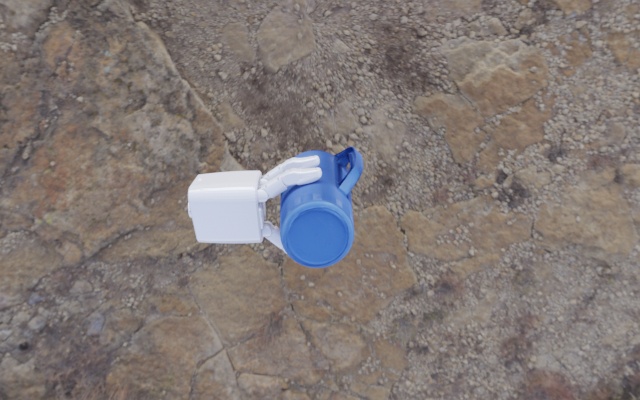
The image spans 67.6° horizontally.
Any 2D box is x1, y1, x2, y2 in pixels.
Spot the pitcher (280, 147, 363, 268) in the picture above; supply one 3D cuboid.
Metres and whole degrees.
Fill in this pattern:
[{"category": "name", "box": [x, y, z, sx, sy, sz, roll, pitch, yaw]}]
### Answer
[{"category": "pitcher", "box": [0.000, 0.003, 0.791, 0.145, 0.149, 0.242, 0, 21, -2]}]
